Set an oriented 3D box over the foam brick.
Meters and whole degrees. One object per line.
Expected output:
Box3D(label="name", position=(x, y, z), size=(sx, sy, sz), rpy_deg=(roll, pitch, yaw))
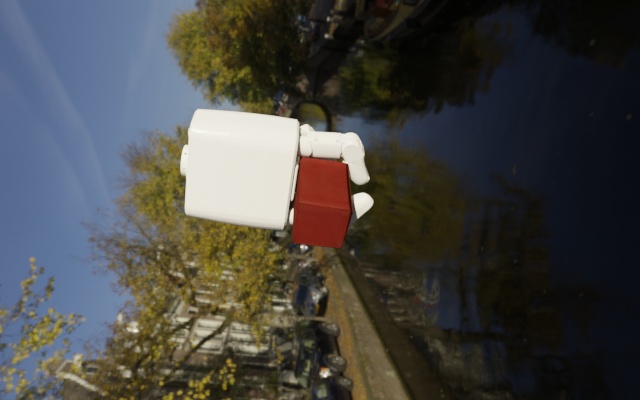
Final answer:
Box3D(label="foam brick", position=(0.000, 0.002, 0.477), size=(0.051, 0.053, 0.078), rpy_deg=(7, 39, -7))
